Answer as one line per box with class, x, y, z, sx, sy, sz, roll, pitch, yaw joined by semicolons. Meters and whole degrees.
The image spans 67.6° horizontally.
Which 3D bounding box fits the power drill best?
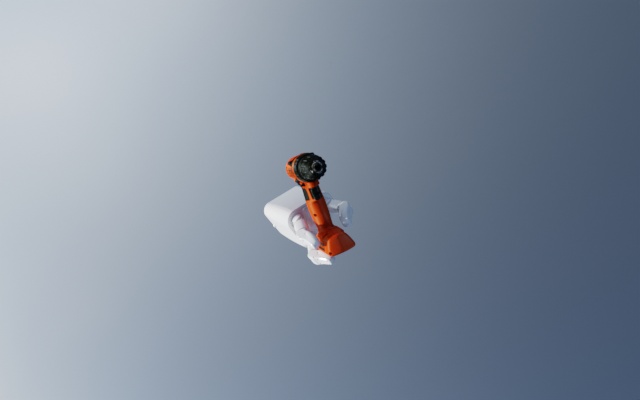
power drill;0.000;0.003;0.855;0.057;0.188;0.184;-22;9;-9
